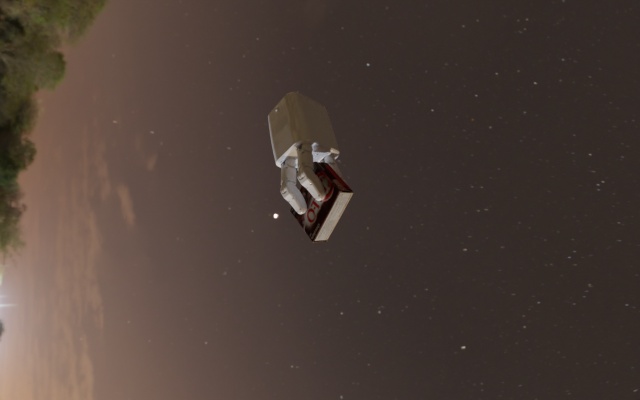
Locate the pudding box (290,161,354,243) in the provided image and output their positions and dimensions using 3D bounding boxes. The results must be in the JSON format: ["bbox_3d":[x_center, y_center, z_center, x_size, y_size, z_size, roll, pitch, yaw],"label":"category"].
[{"bbox_3d":[0.000,0.003,0.831,0.039,0.113,0.090,1,36,-37],"label":"pudding box"}]
